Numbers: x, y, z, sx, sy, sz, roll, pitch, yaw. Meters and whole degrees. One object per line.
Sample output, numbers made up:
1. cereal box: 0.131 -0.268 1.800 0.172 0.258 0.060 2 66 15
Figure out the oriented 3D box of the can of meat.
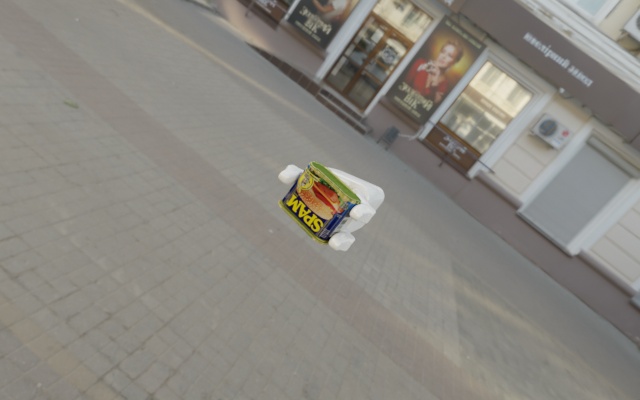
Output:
1. can of meat: 0.000 0.002 0.723 0.102 0.084 0.057 43 16 20
